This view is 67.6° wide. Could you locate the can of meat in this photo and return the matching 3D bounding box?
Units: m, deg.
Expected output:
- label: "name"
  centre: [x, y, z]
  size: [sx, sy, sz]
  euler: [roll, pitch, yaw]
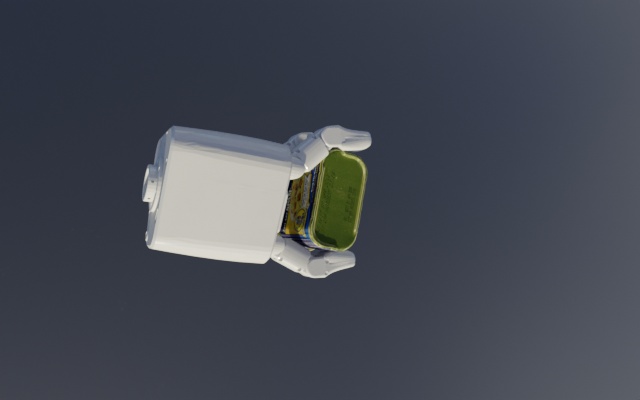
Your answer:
- label: "can of meat"
  centre: [0.000, 0.002, 0.492]
  size: [0.057, 0.102, 0.084]
  euler: [13, -9, -25]
